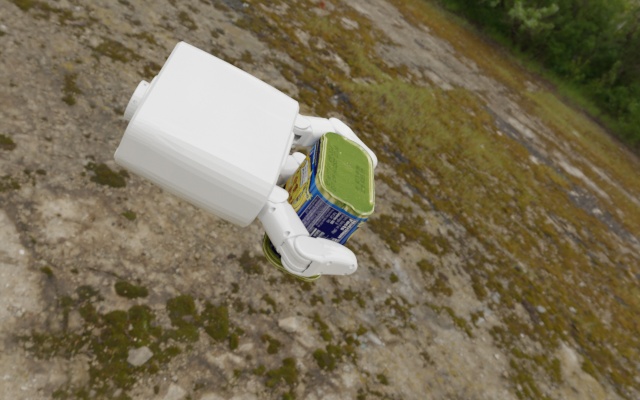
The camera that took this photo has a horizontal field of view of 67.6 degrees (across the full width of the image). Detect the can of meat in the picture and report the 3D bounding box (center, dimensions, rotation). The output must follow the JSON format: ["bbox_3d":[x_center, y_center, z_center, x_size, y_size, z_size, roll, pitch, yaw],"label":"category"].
[{"bbox_3d":[0.000,0.001,0.400,0.057,0.084,0.102,28,34,-17],"label":"can of meat"}]
